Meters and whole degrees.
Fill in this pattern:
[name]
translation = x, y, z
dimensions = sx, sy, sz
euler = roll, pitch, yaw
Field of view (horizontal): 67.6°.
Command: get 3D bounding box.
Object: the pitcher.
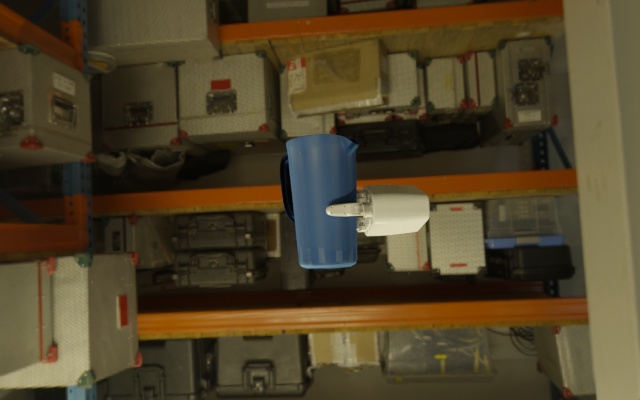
[pitcher]
translation = 0.000, 0.003, 0.898
dimensions = 0.145, 0.243, 0.149
euler = -2, -4, -6
